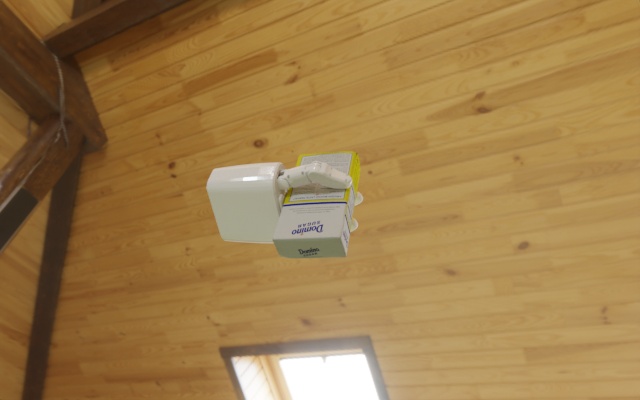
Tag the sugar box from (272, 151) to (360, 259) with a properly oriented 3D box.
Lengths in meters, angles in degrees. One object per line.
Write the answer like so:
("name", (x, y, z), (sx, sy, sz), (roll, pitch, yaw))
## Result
("sugar box", (0.000, 0.003, 0.669), (0.093, 0.176, 0.048), (-2, -45, 16))
